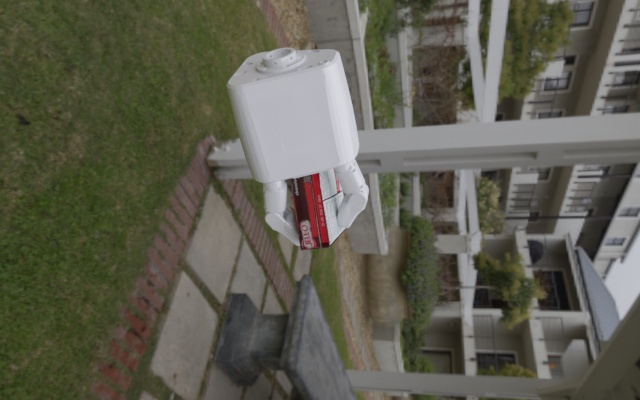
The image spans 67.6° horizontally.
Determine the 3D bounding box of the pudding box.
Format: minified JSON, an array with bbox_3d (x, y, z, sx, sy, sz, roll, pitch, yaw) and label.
[{"bbox_3d":[0.000,0.002,0.560,0.039,0.090,0.113,-5,7,16],"label":"pudding box"}]
